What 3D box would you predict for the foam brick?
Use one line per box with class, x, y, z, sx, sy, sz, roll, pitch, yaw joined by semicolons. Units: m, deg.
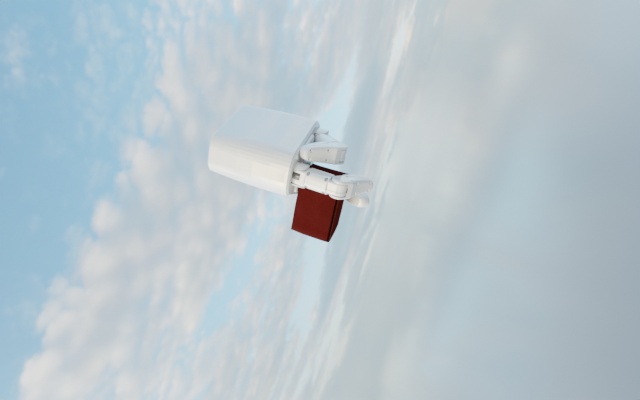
foam brick;0.000;0.002;0.600;0.051;0.078;0.053;16;23;9
